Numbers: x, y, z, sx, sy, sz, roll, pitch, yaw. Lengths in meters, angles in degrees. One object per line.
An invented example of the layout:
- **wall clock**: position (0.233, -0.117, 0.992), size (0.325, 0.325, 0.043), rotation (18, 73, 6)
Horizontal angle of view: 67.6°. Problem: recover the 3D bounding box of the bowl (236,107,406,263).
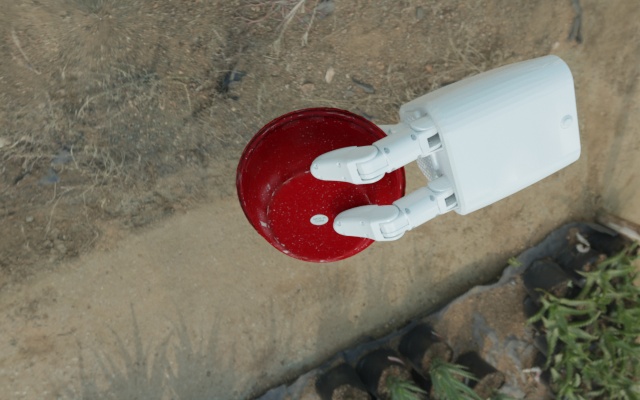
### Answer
- **bowl**: position (-0.001, 0.002, 0.432), size (0.162, 0.162, 0.055), rotation (0, 30, 1)
